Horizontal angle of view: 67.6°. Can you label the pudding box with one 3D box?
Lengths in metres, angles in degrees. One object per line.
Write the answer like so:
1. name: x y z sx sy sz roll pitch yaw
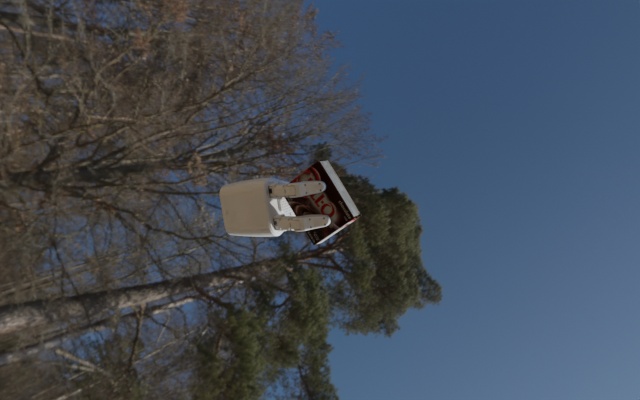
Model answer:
1. pudding box: 0.000 0.003 0.783 0.090 0.113 0.039 -36 -7 28
